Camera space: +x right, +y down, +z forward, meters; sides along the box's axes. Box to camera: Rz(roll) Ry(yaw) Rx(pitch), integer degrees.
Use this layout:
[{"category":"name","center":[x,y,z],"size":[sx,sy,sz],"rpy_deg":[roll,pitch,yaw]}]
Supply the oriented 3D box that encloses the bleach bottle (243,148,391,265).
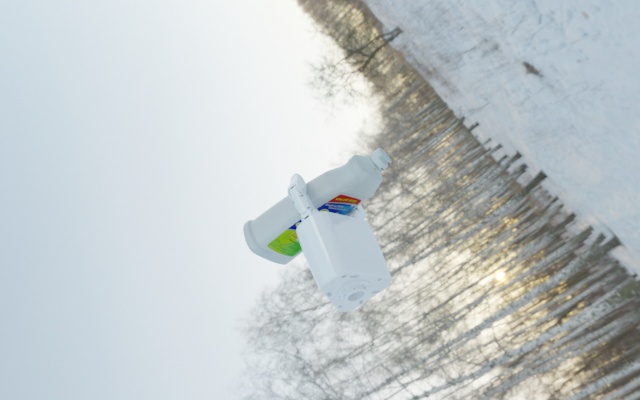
[{"category":"bleach bottle","center":[0.000,0.003,0.754],"size":[0.251,0.068,0.103],"rpy_deg":[-39,-42,19]}]
